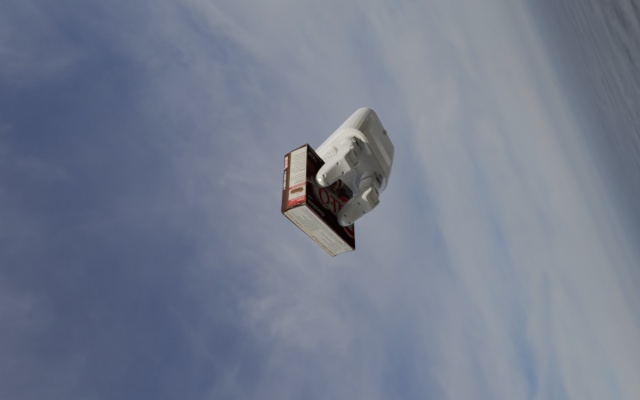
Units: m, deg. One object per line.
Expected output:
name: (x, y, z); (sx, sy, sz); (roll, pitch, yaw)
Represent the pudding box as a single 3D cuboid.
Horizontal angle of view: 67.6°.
pudding box: (0.000, 0.002, 0.571); (0.039, 0.090, 0.113); (-23, -43, 26)
